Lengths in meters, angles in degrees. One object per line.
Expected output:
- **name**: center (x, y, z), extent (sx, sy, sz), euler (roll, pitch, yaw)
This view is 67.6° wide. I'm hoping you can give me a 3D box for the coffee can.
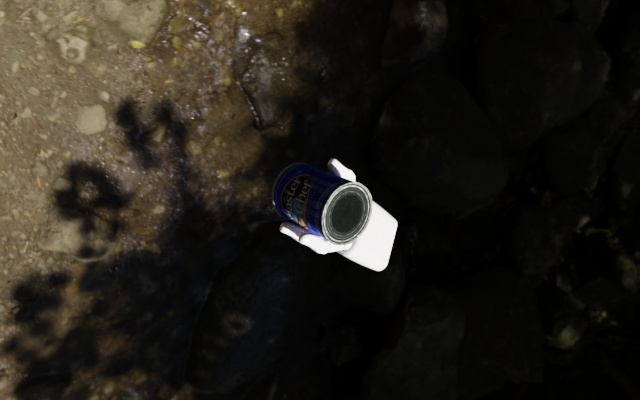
- **coffee can**: center (0.000, 0.002, 0.780), extent (0.103, 0.103, 0.140), euler (0, 16, -39)
